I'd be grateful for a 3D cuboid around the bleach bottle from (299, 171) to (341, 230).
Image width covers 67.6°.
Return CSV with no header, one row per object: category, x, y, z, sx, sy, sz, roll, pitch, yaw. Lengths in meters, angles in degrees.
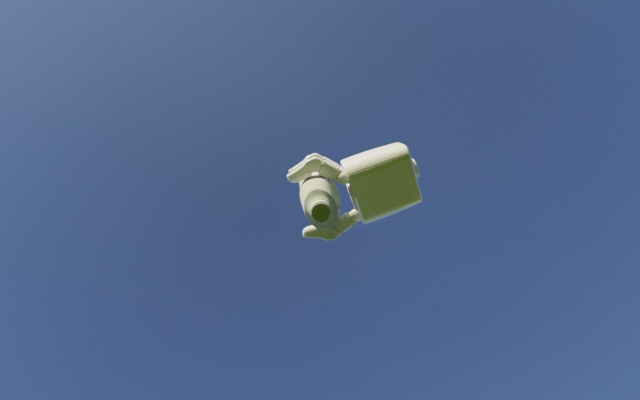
bleach bottle,0.000,0.003,0.805,0.068,0.102,0.250,-19,11,2
